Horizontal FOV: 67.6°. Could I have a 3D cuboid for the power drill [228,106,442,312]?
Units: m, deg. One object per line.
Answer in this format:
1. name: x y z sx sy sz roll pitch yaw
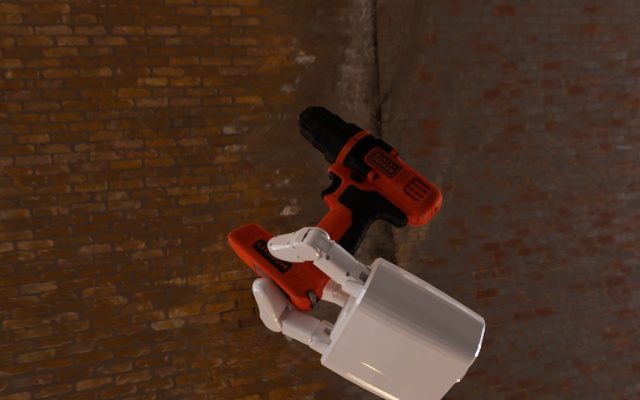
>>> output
1. power drill: 0.000 0.002 0.484 0.184 0.187 0.057 39 -17 22
